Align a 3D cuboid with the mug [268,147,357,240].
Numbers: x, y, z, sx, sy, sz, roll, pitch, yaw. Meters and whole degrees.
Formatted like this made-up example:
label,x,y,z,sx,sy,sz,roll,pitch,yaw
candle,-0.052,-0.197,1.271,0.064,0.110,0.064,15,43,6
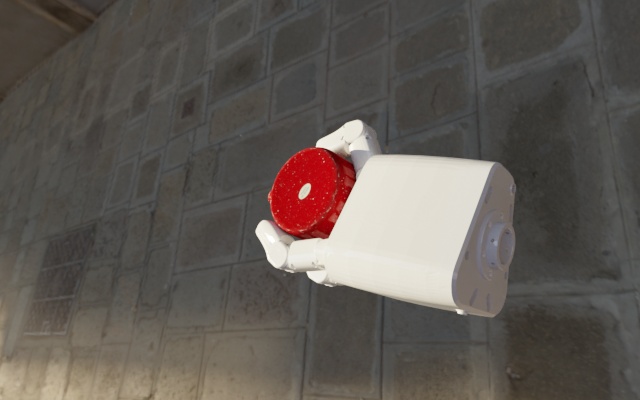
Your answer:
label,x,y,z,sx,sy,sz,roll,pitch,yaw
mug,-0.001,0.001,0.447,0.117,0.093,0.081,5,-15,41
